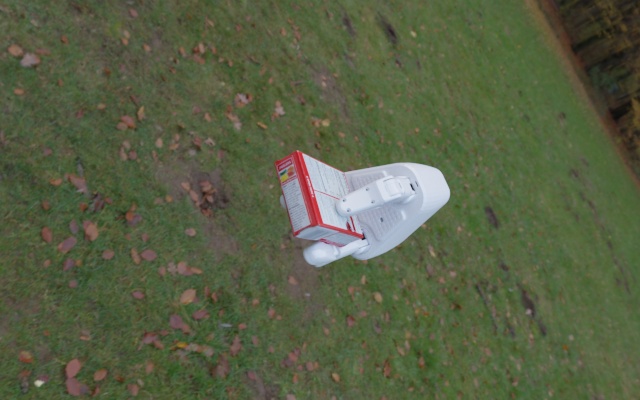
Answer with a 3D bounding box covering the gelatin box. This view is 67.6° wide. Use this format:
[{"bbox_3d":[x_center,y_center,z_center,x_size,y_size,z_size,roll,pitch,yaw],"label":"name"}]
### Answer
[{"bbox_3d":[0.000,0.001,0.443,0.030,0.073,0.089,-26,-23,24],"label":"gelatin box"}]
